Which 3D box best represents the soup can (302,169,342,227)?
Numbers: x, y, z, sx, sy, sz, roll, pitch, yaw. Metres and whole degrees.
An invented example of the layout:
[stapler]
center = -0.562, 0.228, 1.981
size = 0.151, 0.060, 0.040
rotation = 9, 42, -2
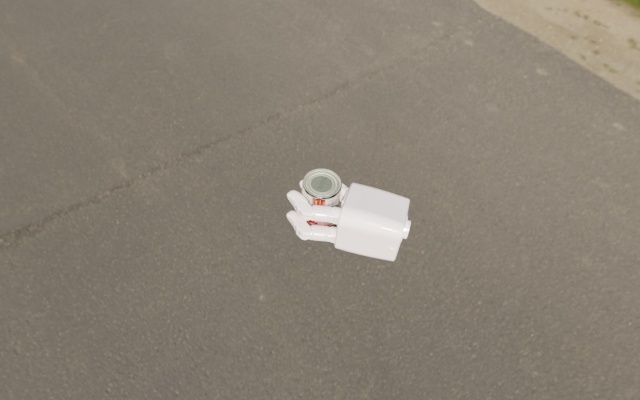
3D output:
[soup can]
center = 0.000, 0.002, 0.827
size = 0.068, 0.068, 0.102
rotation = 0, -39, -4
